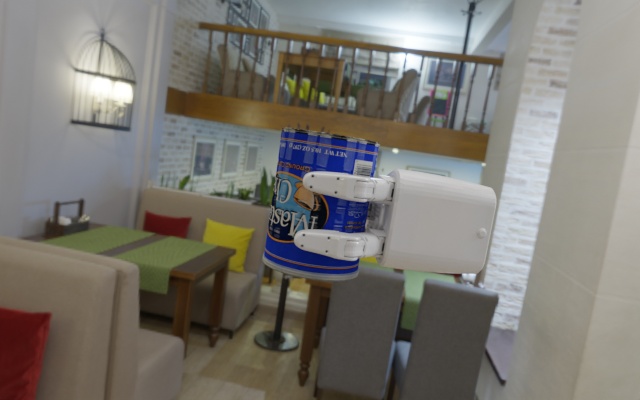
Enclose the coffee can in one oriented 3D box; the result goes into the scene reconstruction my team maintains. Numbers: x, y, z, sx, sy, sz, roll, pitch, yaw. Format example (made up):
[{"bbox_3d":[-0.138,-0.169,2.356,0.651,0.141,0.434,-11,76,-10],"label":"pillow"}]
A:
[{"bbox_3d":[0.000,0.002,0.499,0.103,0.140,0.103,9,6,-1],"label":"coffee can"}]
